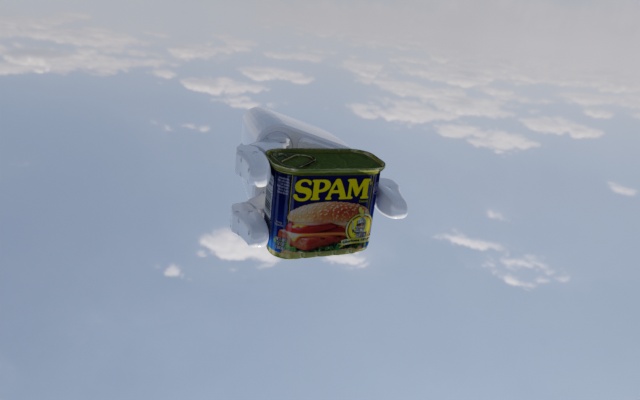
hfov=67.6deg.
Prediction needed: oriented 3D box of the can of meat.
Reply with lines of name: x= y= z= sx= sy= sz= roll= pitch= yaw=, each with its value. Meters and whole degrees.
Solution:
can of meat: x=0.000 y=0.002 z=0.425 sx=0.102 sy=0.084 sz=0.057 roll=-2 pitch=23 yaw=-21
